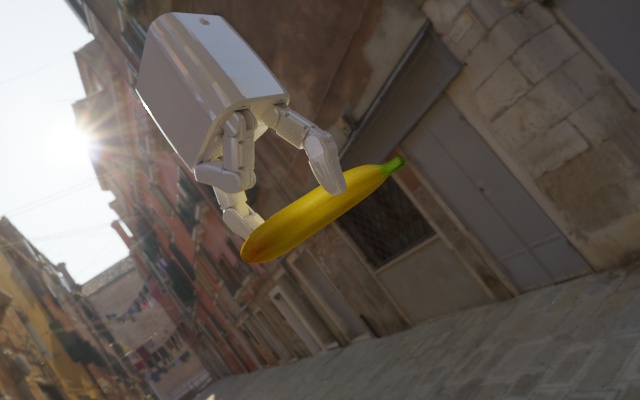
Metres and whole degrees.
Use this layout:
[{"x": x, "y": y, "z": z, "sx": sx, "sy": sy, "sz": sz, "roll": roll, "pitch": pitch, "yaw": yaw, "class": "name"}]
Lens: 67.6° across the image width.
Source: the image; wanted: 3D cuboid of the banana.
[{"x": -0.004, "y": 0.007, "z": 0.461, "sx": 0.197, "sy": 0.037, "sz": 0.070, "roll": -33, "pitch": -8, "yaw": -30, "class": "banana"}]
